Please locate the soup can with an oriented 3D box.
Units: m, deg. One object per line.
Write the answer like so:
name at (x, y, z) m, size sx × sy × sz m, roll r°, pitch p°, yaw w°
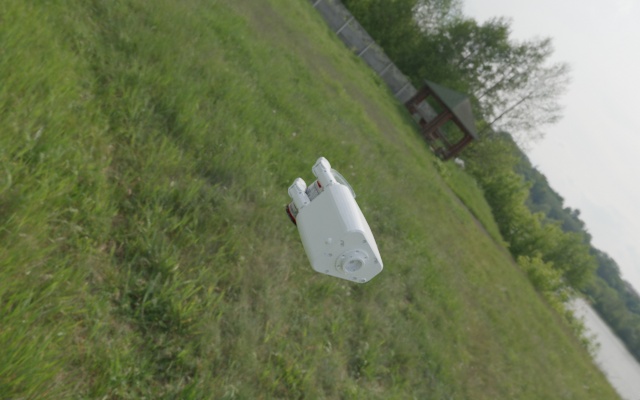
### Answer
soup can at (0.000, 0.002, 0.809) m, size 0.102 × 0.068 × 0.068 m, roll -40°, pitch -14°, yaw 16°
